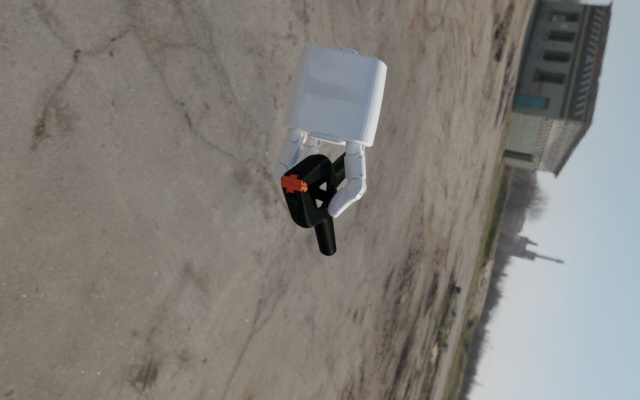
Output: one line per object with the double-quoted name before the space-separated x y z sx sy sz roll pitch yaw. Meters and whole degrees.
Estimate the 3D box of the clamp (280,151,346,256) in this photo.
"clamp" 0.001 0.002 0.632 0.036 0.164 0.210 14 5 21
